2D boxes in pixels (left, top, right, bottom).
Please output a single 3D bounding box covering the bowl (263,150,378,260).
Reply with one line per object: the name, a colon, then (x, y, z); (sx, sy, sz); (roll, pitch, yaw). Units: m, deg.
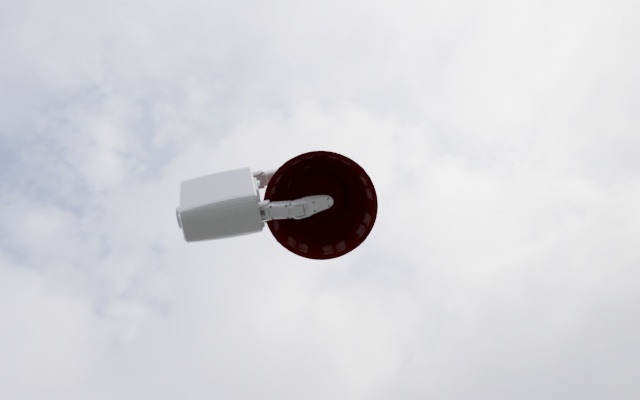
bowl: (0.001, 0.002, 0.693); (0.162, 0.162, 0.055); (0, 17, -1)
